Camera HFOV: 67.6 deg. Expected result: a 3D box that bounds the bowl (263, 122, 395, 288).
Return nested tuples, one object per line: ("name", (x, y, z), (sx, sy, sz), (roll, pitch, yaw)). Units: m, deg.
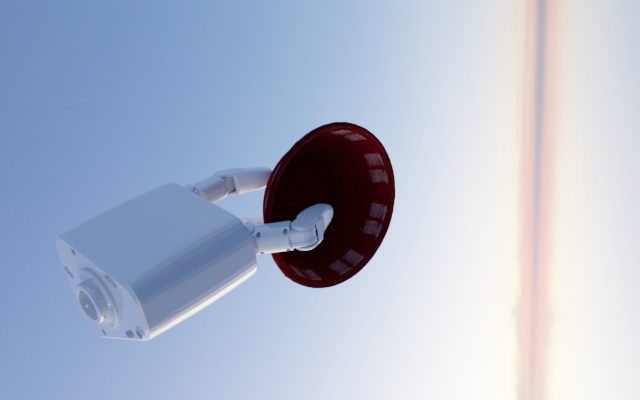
("bowl", (0.001, 0.001, 0.474), (0.162, 0.162, 0.055), (0, 12, -39))
